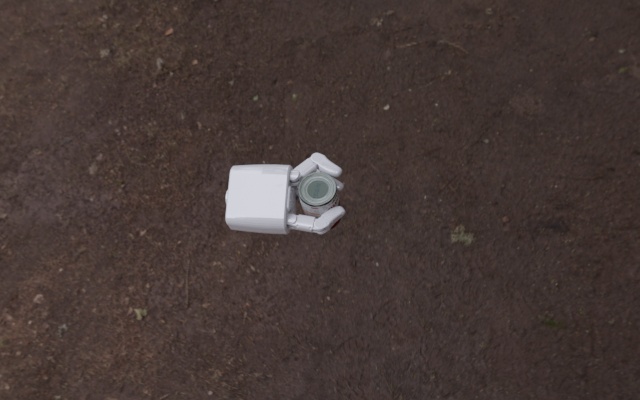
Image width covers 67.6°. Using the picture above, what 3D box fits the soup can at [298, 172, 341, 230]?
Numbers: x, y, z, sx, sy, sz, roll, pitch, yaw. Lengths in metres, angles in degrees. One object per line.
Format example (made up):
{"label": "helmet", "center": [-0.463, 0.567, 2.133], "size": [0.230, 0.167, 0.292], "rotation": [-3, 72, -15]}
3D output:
{"label": "soup can", "center": [0.001, 0.003, 0.840], "size": [0.068, 0.068, 0.102], "rotation": [0, -28, 7]}
